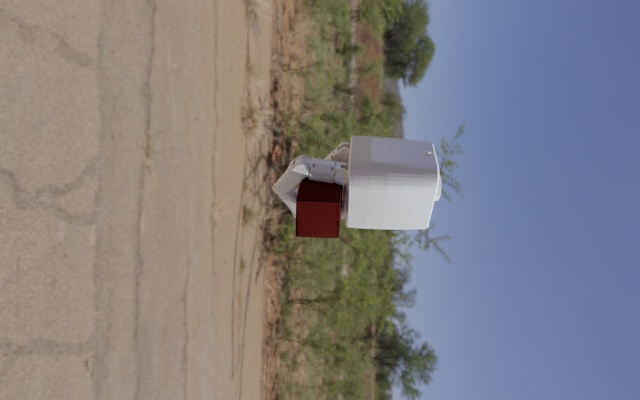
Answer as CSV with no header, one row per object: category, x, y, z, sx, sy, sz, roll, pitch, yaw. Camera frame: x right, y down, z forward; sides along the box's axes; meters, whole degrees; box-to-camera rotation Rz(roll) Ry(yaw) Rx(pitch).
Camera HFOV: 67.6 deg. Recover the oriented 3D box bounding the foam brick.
foam brick,0.000,0.002,0.579,0.051,0.053,0.078,4,34,4
